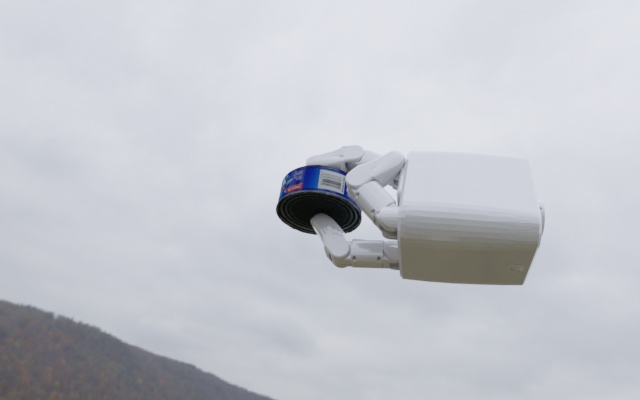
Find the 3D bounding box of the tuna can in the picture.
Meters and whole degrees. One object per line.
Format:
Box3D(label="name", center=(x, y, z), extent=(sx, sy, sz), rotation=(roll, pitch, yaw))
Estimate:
Box3D(label="tuna can", center=(0.000, 0.001, 0.482), extent=(0.086, 0.033, 0.086), rotation=(6, -31, 4))
